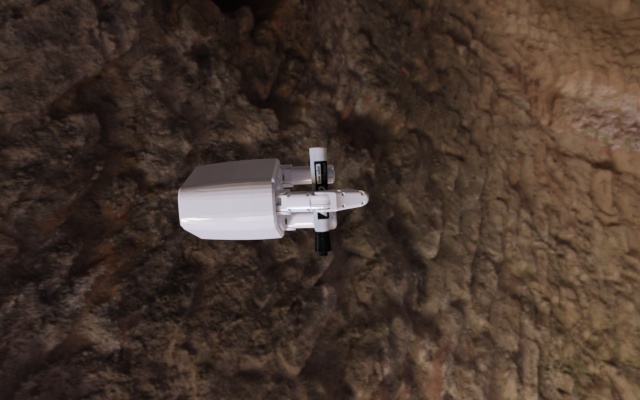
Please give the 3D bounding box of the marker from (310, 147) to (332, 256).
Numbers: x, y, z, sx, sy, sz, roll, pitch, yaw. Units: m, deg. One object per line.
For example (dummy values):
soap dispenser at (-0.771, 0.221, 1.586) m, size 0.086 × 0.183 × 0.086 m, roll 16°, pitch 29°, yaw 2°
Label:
marker at (0.000, 0.002, 0.530) m, size 0.020 × 0.121 × 0.020 m, roll -3°, pitch 4°, yaw 0°
